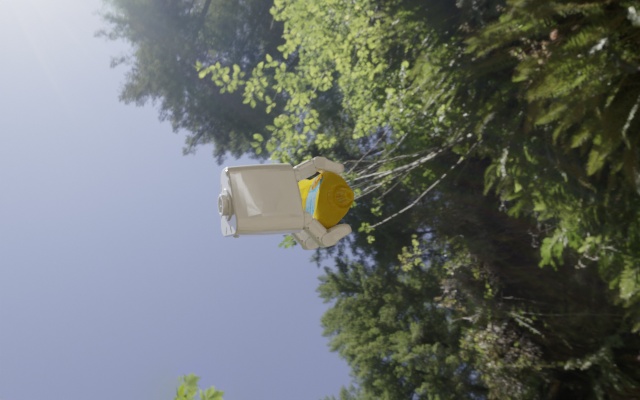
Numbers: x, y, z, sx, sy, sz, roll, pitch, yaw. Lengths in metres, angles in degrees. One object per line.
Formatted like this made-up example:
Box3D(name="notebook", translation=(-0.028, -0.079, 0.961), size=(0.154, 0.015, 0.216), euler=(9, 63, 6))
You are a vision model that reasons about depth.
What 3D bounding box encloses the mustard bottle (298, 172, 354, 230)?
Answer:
Box3D(name="mustard bottle", translation=(0.000, 0.003, 0.791), size=(0.058, 0.096, 0.191), euler=(22, -16, -22))
